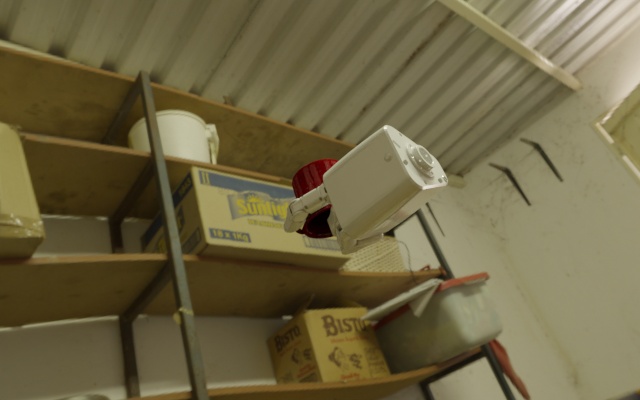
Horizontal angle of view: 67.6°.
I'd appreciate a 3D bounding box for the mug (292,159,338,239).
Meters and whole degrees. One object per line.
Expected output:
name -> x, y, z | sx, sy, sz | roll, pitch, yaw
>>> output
mug -> -0.001, 0.003, 0.678 | 0.117, 0.081, 0.093 | -38, -33, 30
